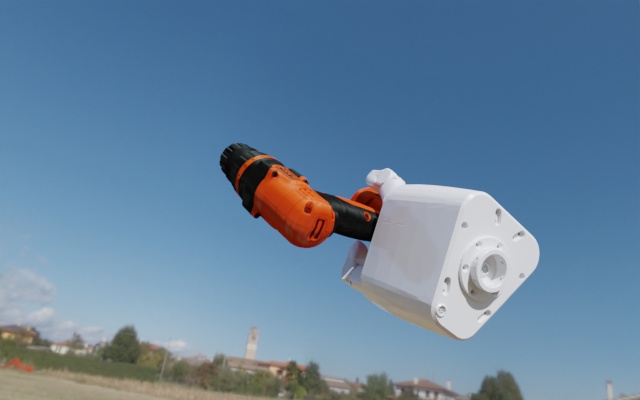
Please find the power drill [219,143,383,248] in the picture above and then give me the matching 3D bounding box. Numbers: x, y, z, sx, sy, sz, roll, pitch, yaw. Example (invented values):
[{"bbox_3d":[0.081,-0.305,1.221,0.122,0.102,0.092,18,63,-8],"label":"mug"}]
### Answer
[{"bbox_3d":[0.001,0.002,0.498,0.188,0.057,0.184,13,17,-38],"label":"power drill"}]
